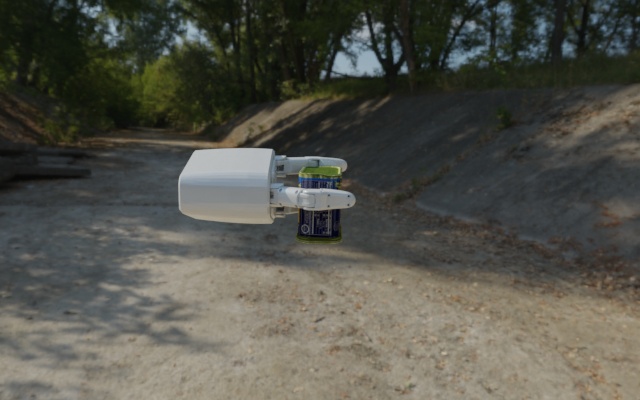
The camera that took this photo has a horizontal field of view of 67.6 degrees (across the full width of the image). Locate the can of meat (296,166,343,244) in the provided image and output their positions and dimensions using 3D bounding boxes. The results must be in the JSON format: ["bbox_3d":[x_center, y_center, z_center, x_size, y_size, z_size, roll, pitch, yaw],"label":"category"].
[{"bbox_3d":[0.000,0.002,0.606,0.057,0.084,0.102,2,10,2],"label":"can of meat"}]
